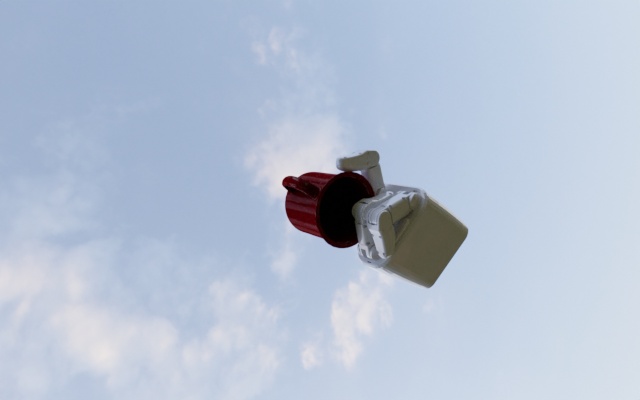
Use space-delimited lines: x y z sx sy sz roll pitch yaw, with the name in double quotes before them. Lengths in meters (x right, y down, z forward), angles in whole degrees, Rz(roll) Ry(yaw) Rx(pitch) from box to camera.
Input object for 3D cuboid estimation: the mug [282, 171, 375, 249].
"mug" -0.001 0.001 0.592 0.117 0.093 0.081 29 -10 -36
